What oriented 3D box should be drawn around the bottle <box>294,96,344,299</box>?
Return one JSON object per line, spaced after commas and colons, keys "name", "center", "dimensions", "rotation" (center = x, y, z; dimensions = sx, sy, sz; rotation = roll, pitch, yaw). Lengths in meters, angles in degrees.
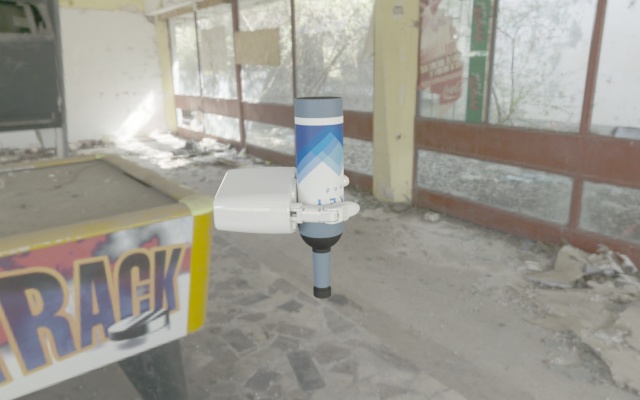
{"name": "bottle", "center": [0.000, 0.002, 0.689], "dimensions": [0.069, 0.296, 0.069], "rotation": [-1, 16, 0]}
